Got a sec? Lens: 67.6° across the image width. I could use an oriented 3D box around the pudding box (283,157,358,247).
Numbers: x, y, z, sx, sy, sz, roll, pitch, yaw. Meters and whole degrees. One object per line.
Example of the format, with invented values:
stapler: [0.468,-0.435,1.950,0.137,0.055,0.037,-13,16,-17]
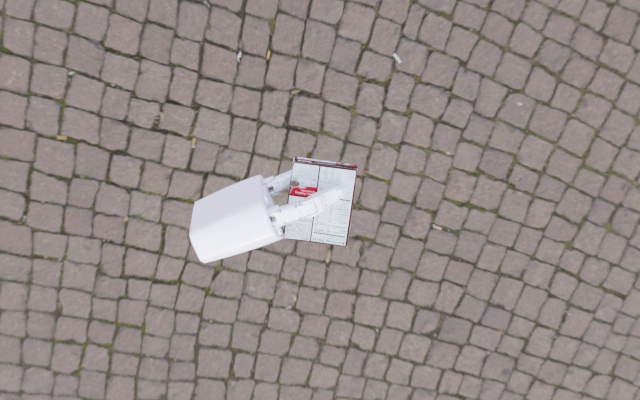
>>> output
pudding box: [0.000,0.002,0.651,0.090,0.113,0.039,8,14,-1]
